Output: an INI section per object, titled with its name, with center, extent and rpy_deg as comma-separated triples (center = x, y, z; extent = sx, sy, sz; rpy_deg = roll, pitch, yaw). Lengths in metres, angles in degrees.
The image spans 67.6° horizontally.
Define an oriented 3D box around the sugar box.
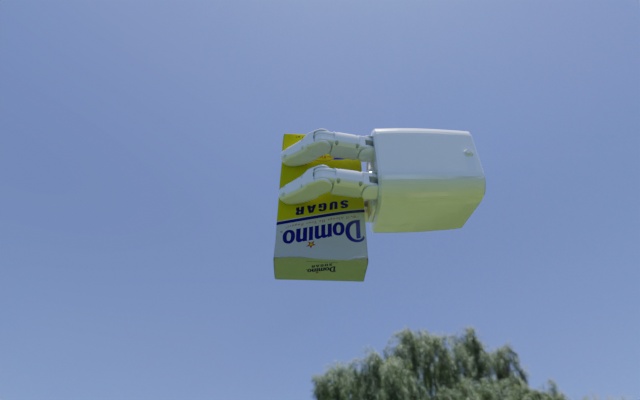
[sugar box]
center = 0.000, 0.001, 0.518
extent = 0.093, 0.176, 0.048
rpy_deg = 1, -43, -2
